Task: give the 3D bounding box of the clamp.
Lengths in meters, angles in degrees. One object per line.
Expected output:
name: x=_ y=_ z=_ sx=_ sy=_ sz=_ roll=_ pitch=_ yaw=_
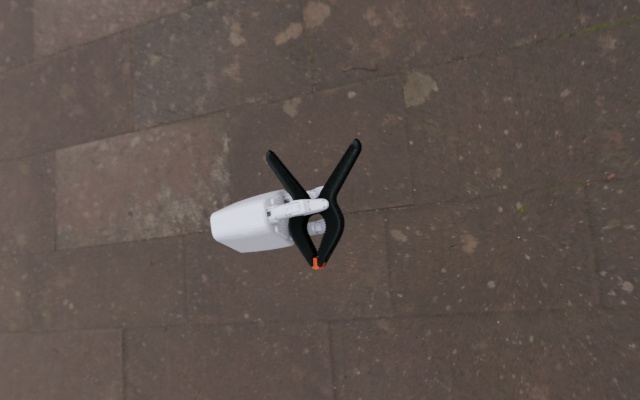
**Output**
clamp: x=0.000 y=0.003 z=0.766 sx=0.164 sy=0.210 sz=0.036 roll=-12 pitch=-9 yaw=20
